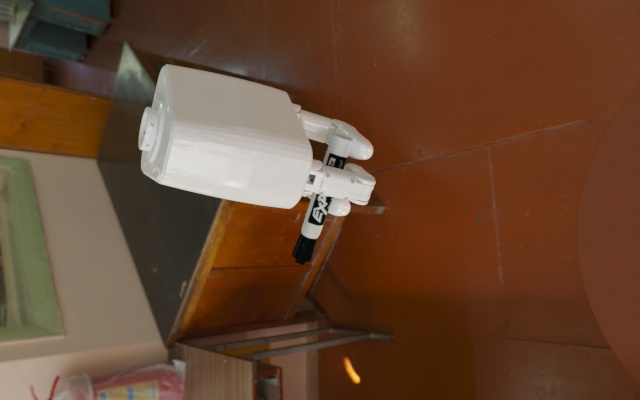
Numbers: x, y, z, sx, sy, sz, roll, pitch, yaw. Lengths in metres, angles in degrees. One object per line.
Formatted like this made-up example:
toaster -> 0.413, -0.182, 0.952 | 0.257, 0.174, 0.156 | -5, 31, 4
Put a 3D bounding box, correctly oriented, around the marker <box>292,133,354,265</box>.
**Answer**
marker -> 0.000, 0.001, 0.414 | 0.020, 0.121, 0.020 | 17, 17, -6
